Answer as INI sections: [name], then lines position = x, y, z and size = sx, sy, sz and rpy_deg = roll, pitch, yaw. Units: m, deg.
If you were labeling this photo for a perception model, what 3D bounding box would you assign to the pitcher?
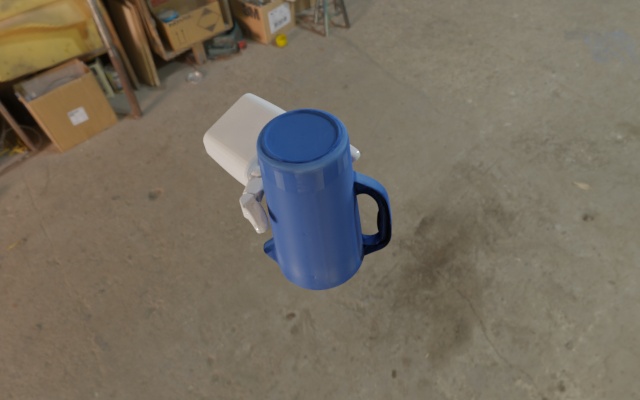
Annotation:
[pitcher]
position = 0.000, 0.002, 0.633
size = 0.149, 0.243, 0.145
rpy_deg = -38, 56, -23
